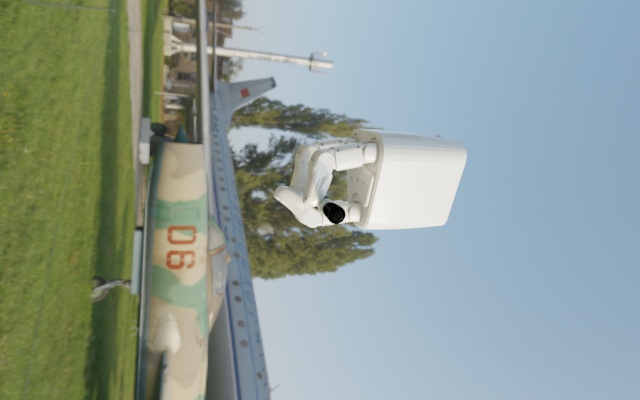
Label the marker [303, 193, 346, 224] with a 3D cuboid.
[{"bbox_3d":[0.000,0.002,0.516,0.020,0.020,0.121,0,13,-18],"label":"marker"}]
